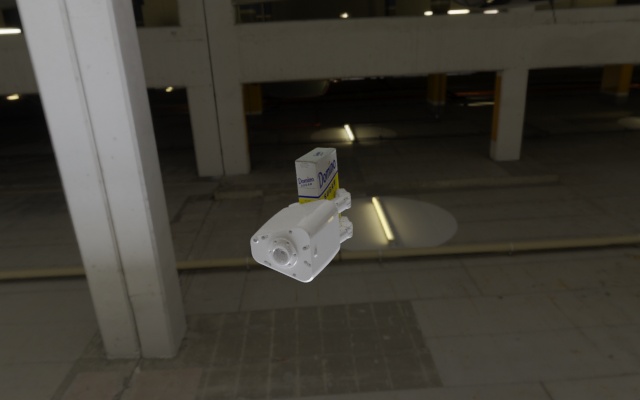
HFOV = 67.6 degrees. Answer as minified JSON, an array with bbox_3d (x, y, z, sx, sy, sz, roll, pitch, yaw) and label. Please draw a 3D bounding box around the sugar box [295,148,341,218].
[{"bbox_3d":[0.001,0.003,0.843,0.048,0.176,0.093,6,23,22],"label":"sugar box"}]
